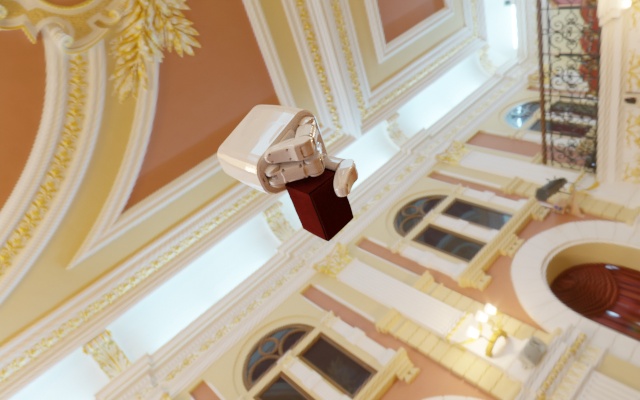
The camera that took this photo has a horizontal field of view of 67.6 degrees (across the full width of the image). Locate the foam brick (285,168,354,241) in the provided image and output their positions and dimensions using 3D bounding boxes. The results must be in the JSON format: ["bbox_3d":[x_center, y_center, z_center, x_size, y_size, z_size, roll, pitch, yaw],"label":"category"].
[{"bbox_3d":[0.000,0.002,0.618,0.053,0.078,0.051,-39,37,-27],"label":"foam brick"}]
